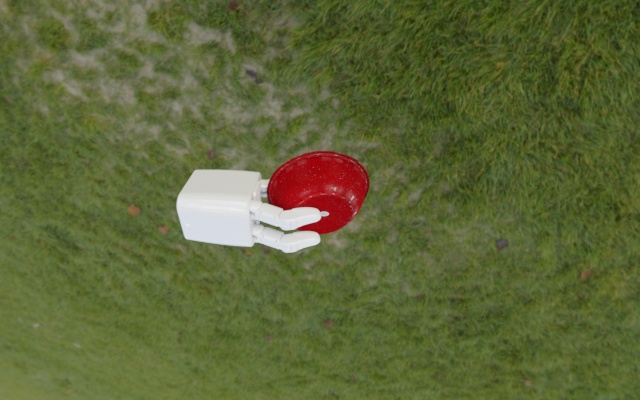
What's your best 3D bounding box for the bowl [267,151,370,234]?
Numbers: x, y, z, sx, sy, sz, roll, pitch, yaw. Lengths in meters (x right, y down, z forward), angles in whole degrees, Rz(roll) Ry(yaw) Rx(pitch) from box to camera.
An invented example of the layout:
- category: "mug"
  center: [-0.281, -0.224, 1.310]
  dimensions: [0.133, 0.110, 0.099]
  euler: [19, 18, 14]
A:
- category: "bowl"
  center: [0.001, 0.002, 0.725]
  dimensions: [0.162, 0.055, 0.162]
  euler: [-5, -43, -5]
